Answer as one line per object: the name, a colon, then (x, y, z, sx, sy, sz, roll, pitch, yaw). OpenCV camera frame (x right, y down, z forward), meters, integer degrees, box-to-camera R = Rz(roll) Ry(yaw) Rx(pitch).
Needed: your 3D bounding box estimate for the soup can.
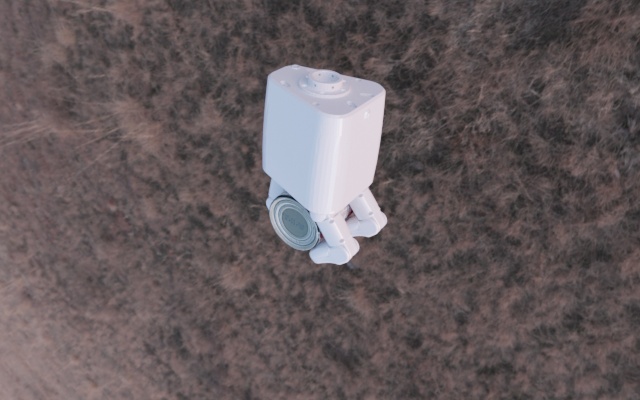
soup can: (0.000, 0.002, 0.534, 0.068, 0.068, 0.102, 0, 27, 40)
